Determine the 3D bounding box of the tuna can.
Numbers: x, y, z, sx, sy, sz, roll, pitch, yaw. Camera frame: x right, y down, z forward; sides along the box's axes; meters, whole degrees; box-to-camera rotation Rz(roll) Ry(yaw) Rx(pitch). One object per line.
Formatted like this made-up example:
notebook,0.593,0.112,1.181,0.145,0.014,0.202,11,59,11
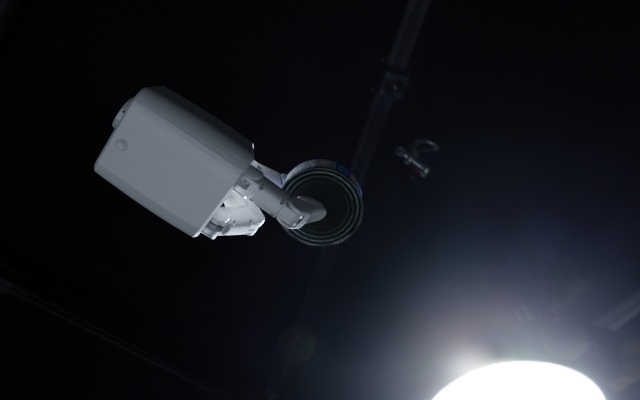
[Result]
tuna can,0.000,0.001,0.485,0.086,0.086,0.033,0,24,3
